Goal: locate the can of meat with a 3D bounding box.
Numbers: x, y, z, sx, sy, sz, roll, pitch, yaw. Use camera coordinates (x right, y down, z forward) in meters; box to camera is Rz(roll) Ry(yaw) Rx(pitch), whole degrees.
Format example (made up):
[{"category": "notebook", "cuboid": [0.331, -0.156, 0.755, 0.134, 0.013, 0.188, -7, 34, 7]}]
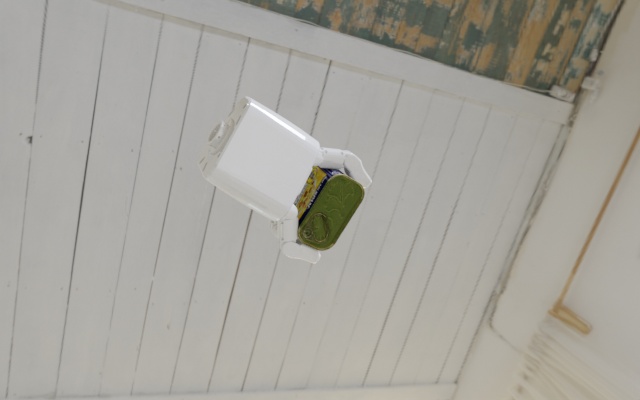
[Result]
[{"category": "can of meat", "cuboid": [0.000, 0.002, 0.635, 0.057, 0.102, 0.084, 27, 9, -28]}]
